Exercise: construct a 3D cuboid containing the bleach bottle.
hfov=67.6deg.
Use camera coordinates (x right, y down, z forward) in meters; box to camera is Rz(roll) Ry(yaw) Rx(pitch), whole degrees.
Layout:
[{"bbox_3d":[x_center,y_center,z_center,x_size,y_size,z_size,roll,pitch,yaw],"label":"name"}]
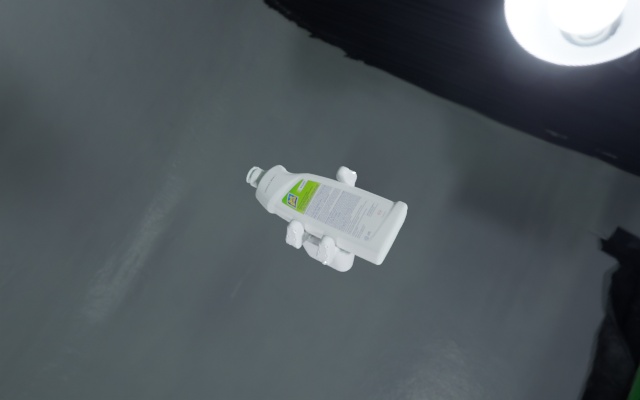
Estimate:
[{"bbox_3d":[0.000,0.003,0.747,0.251,0.102,0.068,25,-20,17],"label":"bleach bottle"}]
